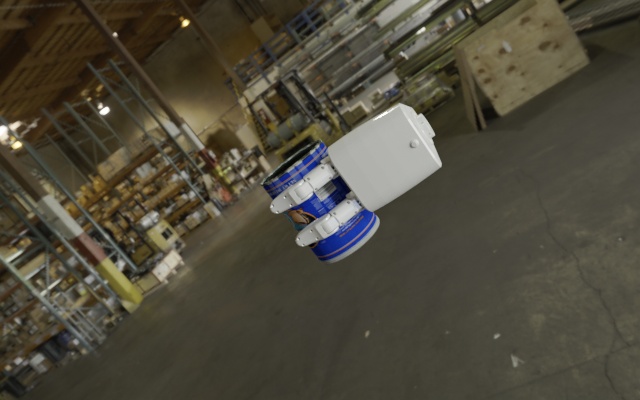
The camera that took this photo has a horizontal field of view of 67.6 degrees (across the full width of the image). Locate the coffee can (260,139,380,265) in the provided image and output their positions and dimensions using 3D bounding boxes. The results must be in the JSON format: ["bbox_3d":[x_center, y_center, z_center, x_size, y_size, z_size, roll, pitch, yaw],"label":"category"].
[{"bbox_3d":[0.000,0.002,0.658,0.103,0.140,0.102,-35,12,9],"label":"coffee can"}]
